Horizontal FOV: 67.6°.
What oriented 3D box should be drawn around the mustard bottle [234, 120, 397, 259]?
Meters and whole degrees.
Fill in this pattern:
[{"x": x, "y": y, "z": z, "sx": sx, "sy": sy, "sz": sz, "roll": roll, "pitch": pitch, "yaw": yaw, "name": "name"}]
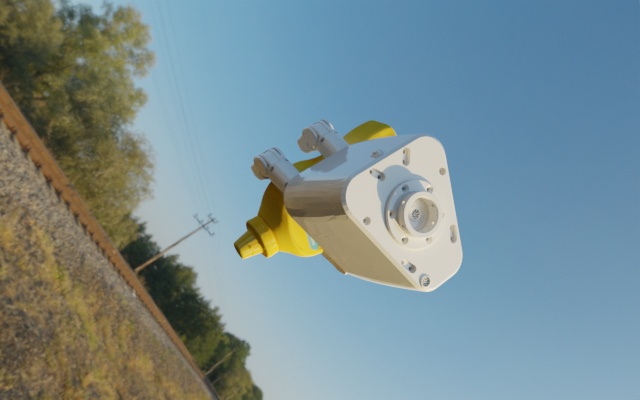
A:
[{"x": 0.000, "y": 0.001, "z": 0.480, "sx": 0.191, "sy": 0.096, "sz": 0.058, "roll": -31, "pitch": 36, "yaw": -20, "name": "mustard bottle"}]
